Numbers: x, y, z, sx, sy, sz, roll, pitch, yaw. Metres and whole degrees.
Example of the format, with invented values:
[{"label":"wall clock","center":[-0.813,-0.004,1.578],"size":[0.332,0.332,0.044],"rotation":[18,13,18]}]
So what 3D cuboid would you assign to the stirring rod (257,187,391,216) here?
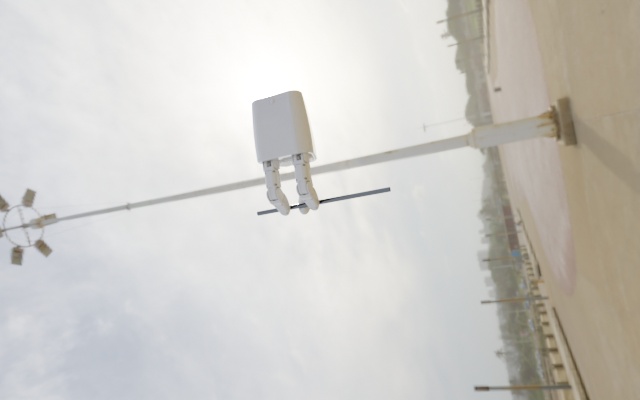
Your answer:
[{"label":"stirring rod","center":[0.000,0.003,0.804],"size":[0.239,0.011,0.011],"rotation":[-11,-4,20]}]
